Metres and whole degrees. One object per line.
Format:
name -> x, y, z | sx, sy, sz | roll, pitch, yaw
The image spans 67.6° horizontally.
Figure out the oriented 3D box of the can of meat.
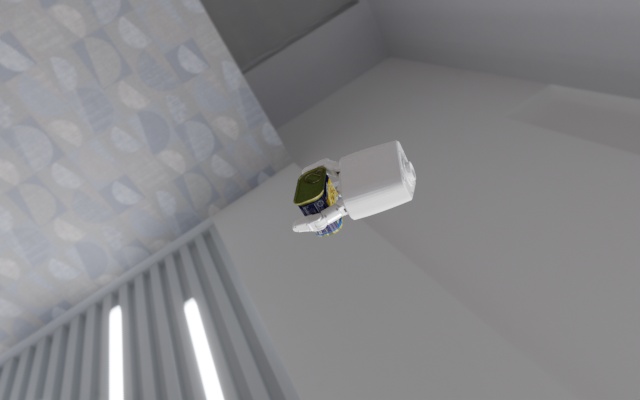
can of meat -> 0.000, 0.003, 0.849 | 0.057, 0.084, 0.102 | -21, 31, 18
